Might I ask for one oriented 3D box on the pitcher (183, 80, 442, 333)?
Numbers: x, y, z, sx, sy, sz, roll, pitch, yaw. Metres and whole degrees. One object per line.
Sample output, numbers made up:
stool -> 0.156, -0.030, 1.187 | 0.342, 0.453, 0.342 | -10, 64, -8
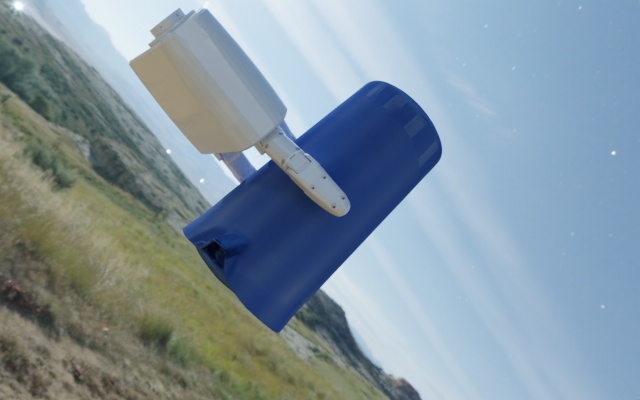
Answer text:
pitcher -> 0.000, 0.001, 0.476 | 0.243, 0.145, 0.149 | -42, 25, -8
